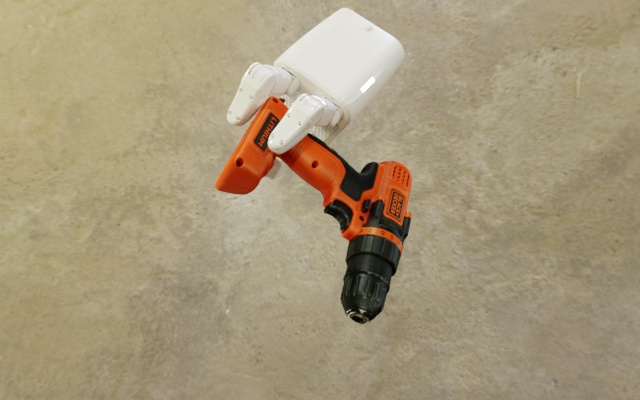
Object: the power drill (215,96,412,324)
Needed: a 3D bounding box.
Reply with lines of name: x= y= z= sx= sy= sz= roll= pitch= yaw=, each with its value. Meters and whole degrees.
power drill: x=0.000 y=0.001 z=0.453 sx=0.188 sy=0.184 sz=0.057 roll=32 pitch=-42 yaw=-15
